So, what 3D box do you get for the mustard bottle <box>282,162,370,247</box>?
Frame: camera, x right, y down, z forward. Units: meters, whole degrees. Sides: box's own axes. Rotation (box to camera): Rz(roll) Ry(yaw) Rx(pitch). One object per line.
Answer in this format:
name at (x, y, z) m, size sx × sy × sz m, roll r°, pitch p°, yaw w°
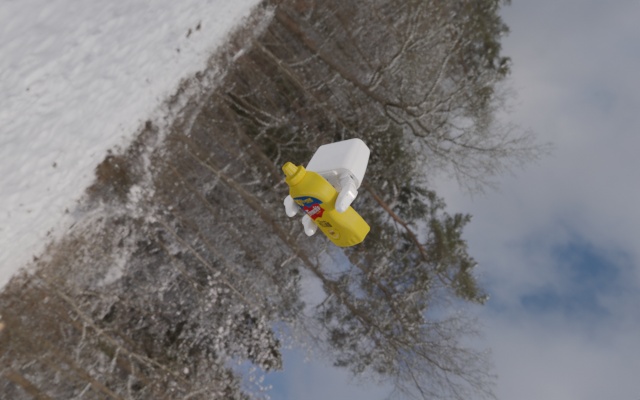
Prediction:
mustard bottle at (0.000, 0.003, 0.871) m, size 0.192 × 0.058 × 0.096 m, roll 47°, pitch -27°, yaw -21°
